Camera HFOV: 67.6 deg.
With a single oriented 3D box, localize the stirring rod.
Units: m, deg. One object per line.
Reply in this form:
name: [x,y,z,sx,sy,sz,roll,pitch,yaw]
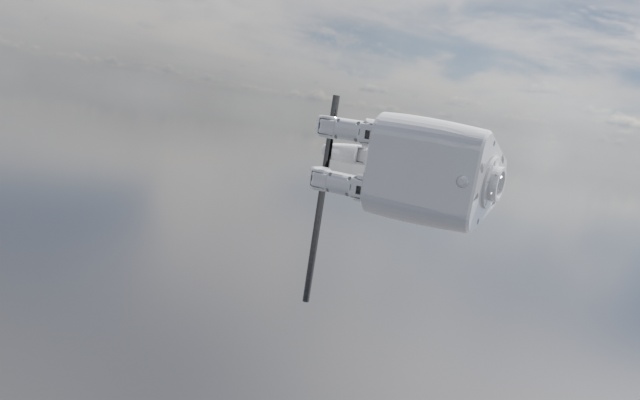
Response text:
stirring rod: [0.000,0.002,0.545,0.011,0.239,0.011,8,10,-1]
